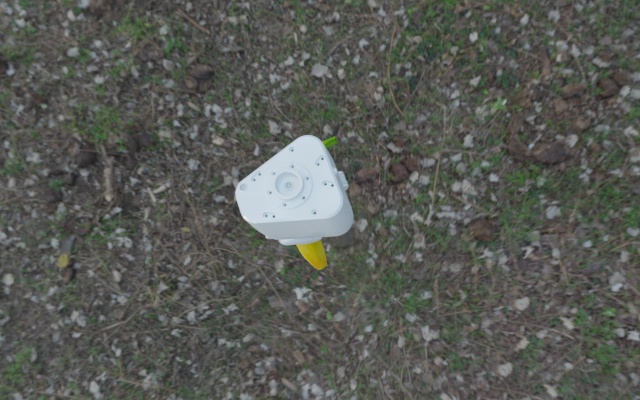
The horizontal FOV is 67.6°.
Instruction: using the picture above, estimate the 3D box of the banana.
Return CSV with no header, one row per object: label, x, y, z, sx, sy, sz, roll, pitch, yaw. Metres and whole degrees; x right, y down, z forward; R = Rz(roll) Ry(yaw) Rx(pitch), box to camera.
banana,-0.018,-0.002,0.681,0.069,0.197,0.037,4,-11,7
